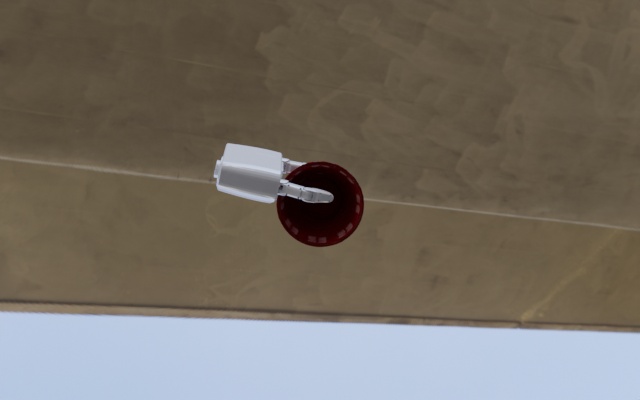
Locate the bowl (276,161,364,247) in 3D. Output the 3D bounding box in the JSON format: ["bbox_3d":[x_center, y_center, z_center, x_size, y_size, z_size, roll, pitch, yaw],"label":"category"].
[{"bbox_3d":[0.001,0.003,0.899,0.162,0.162,0.055,0,12,2],"label":"bowl"}]
